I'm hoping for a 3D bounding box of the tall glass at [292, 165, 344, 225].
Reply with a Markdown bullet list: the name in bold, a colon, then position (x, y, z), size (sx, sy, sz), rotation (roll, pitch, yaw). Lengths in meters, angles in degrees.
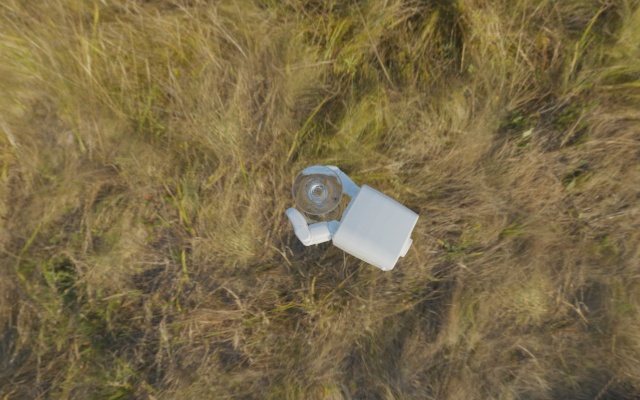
- **tall glass**: position (0.000, 0.002, 0.791), size (0.079, 0.079, 0.201), rotation (0, -10, 2)
